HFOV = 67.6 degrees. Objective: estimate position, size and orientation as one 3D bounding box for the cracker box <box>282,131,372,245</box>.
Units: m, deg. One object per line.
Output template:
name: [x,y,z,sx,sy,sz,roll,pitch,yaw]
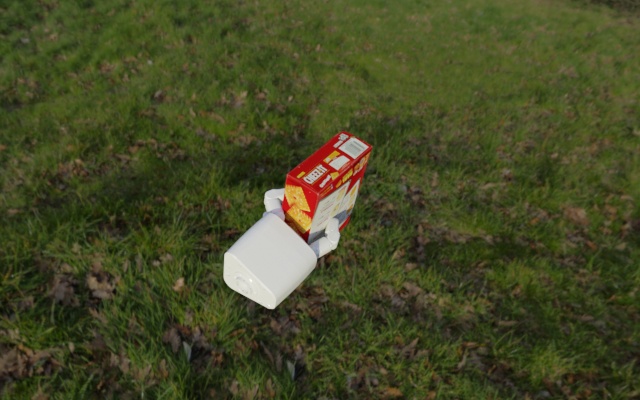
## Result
cracker box: [0.000,0.003,0.852,0.072,0.214,0.164,34,50,17]
